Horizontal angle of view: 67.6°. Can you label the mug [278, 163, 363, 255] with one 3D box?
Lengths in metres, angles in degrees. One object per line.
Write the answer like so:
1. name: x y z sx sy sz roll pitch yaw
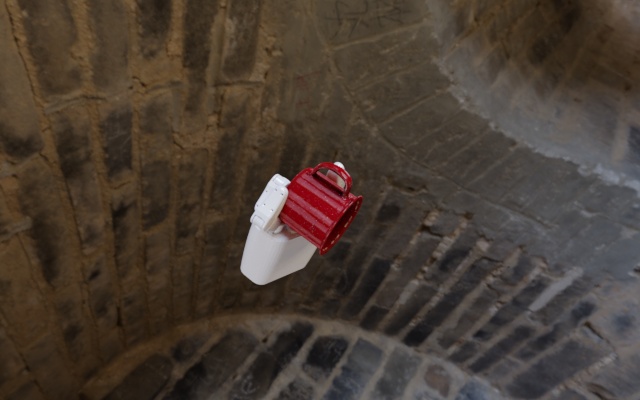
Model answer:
1. mug: 0.000 0.001 0.620 0.081 0.117 0.093 35 39 14
